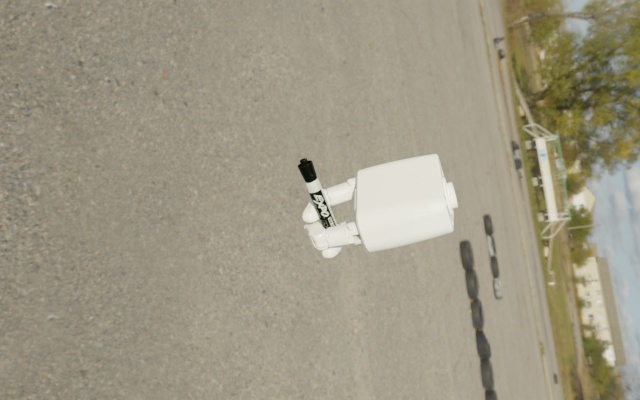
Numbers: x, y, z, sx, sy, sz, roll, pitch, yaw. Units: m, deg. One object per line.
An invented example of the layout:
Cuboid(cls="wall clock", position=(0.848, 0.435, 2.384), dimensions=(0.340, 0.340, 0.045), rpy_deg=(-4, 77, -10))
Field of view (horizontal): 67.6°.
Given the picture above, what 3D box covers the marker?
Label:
Cuboid(cls="marker", position=(0.000, 0.002, 0.596), dimensions=(0.020, 0.121, 0.020), rpy_deg=(-18, 25, 9))
